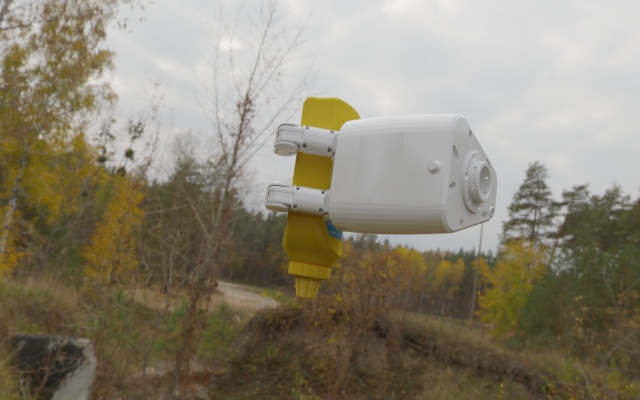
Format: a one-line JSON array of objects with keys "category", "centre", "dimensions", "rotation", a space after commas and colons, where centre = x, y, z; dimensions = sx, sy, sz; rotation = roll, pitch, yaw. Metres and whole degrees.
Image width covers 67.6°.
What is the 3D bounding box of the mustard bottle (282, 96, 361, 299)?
[{"category": "mustard bottle", "centre": [0.000, 0.001, 0.479], "dimensions": [0.058, 0.191, 0.096], "rotation": [6, -9, 14]}]
